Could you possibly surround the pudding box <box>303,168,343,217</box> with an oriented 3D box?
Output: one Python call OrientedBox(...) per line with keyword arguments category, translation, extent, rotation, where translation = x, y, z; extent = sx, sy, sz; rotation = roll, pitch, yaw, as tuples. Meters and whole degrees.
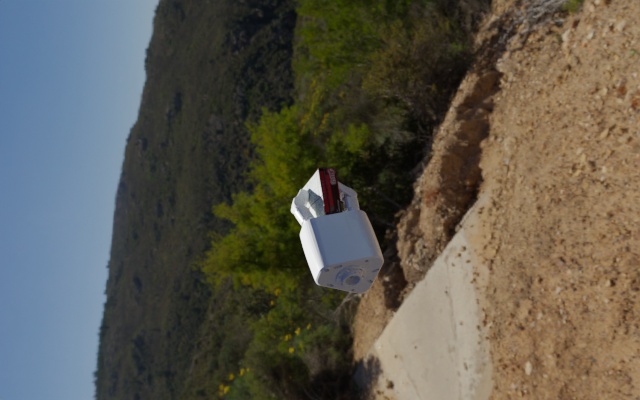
OrientedBox(category="pudding box", translation=(0.000, 0.003, 0.865), extent=(0.039, 0.090, 0.113), rotation=(1, -21, -22))
